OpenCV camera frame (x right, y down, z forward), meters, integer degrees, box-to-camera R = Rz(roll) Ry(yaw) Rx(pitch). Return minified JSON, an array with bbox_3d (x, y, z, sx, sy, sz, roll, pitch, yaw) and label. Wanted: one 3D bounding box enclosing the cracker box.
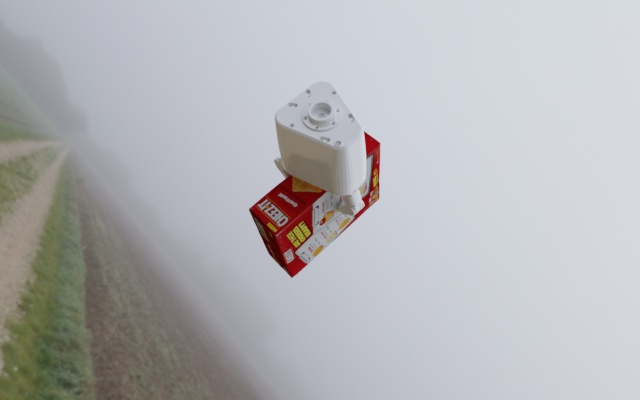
[{"bbox_3d":[0.000,0.002,0.759,0.072,0.213,0.164,41,-19,25],"label":"cracker box"}]
